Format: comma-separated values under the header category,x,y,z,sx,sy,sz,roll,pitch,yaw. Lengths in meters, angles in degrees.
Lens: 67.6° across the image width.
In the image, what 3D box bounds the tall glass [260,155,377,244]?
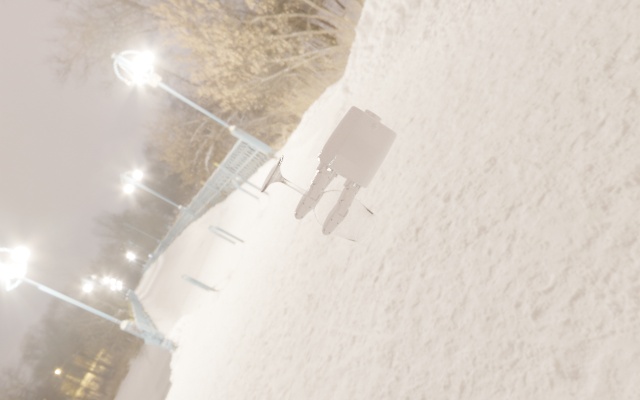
category,x,y,z,sx,sy,sz,roll,pitch,yaw
tall glass,-0.001,0.003,0.839,0.201,0.079,0.079,31,-8,-14
